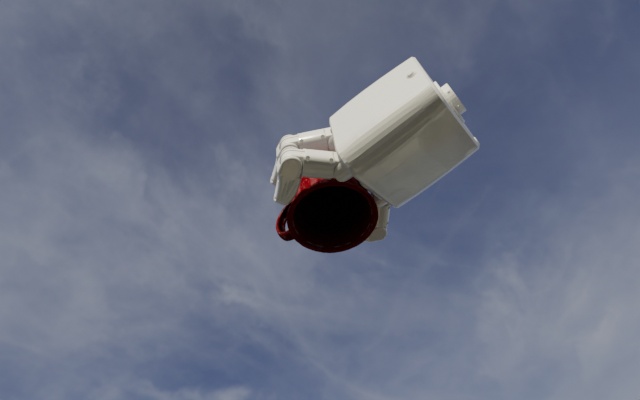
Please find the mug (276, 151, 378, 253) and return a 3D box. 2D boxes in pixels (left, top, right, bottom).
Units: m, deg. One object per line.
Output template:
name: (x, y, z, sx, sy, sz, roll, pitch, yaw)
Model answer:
mug: (-0.001, 0.002, 0.517, 0.117, 0.081, 0.093, -35, -58, 19)
